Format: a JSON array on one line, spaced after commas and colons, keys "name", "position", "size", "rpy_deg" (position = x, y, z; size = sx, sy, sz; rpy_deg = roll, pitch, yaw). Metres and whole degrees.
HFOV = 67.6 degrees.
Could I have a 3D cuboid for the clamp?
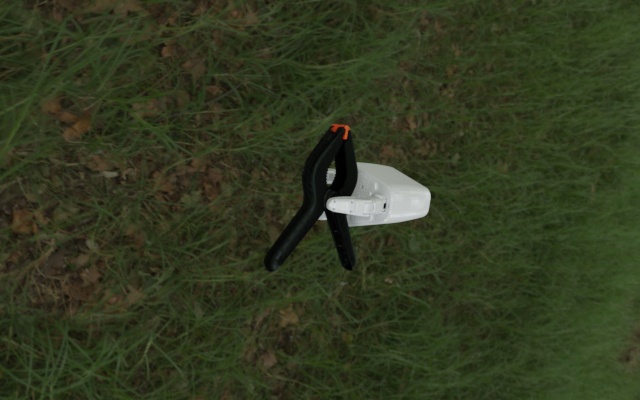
[{"name": "clamp", "position": [0.001, 0.002, 0.640], "size": [0.164, 0.210, 0.036], "rpy_deg": [-2, 12, -45]}]
